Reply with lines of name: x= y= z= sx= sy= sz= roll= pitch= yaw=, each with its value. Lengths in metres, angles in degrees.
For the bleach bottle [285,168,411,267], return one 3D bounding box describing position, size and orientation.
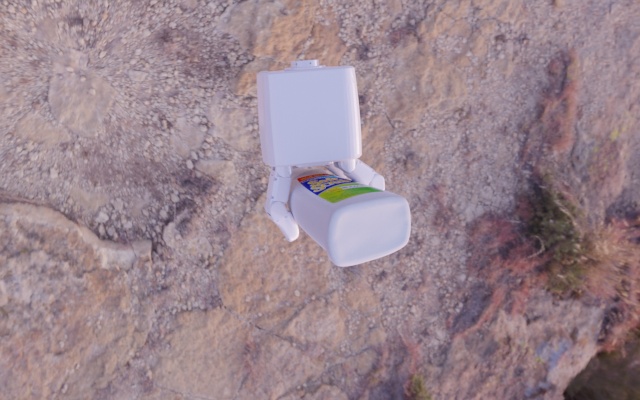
bleach bottle: x=0.000 y=0.002 z=0.591 sx=0.102 sy=0.068 sz=0.250 roll=-12 pitch=18 yaw=-24
